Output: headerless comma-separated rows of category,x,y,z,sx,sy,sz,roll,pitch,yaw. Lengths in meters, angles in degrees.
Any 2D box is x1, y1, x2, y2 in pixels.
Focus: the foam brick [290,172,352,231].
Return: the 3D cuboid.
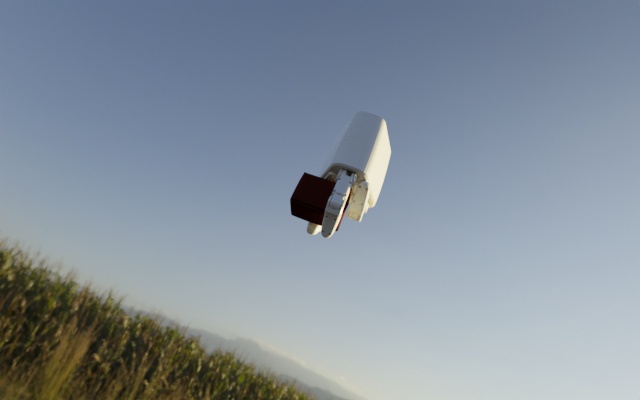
foam brick,0.000,0.002,0.707,0.078,0.051,0.053,20,-27,6
